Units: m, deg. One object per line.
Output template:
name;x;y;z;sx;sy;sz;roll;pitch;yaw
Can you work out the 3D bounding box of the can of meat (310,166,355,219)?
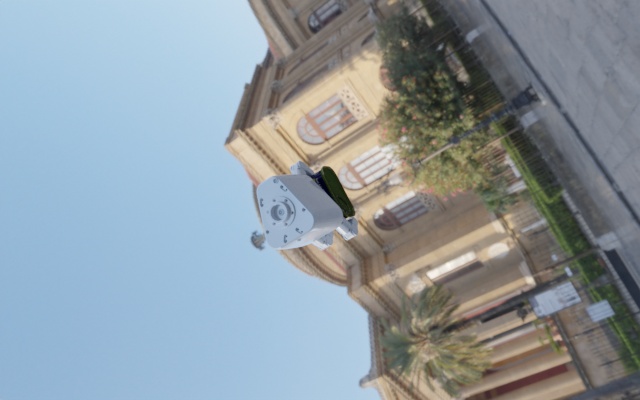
can of meat;0.000;0.003;0.855;0.084;0.102;0.057;-31;-9;21
